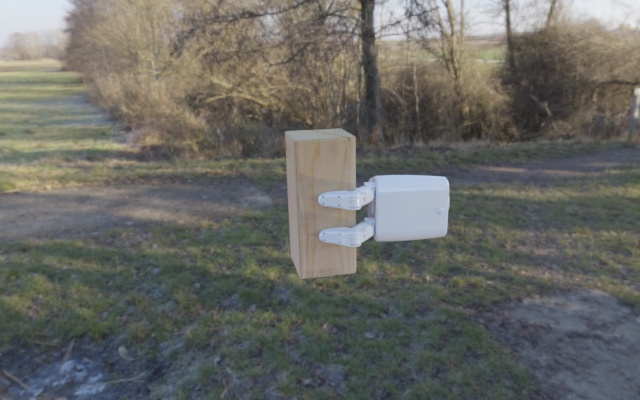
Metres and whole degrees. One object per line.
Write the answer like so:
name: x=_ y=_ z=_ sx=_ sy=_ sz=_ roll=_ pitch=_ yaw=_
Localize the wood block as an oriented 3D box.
wood block: x=0.000 y=0.002 z=0.720 sx=0.090 sy=0.206 sz=0.090 roll=-5 pitch=17 yaw=-11
